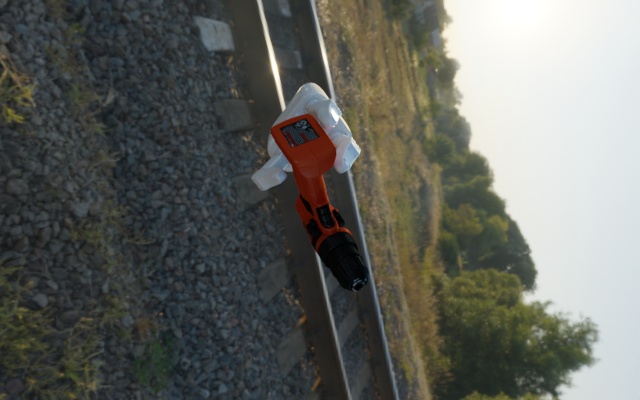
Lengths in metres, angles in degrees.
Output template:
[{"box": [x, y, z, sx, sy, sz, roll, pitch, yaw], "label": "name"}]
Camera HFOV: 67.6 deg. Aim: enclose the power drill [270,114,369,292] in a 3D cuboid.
[{"box": [0.000, 0.001, 0.595, 0.057, 0.188, 0.184, -23, 42, -11], "label": "power drill"}]
